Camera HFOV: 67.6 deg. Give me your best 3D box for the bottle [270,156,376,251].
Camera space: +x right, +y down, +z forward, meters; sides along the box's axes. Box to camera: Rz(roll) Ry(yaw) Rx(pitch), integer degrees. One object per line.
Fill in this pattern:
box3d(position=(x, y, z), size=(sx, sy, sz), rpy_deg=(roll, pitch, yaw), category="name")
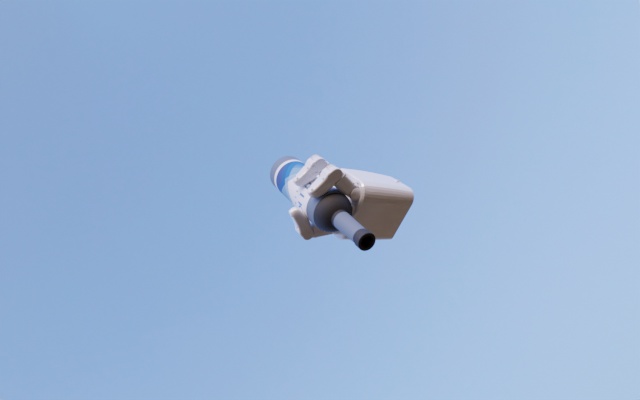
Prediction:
box3d(position=(0.000, 0.002, 0.763), size=(0.069, 0.069, 0.295), rpy_deg=(0, 21, -27), category="bottle")
